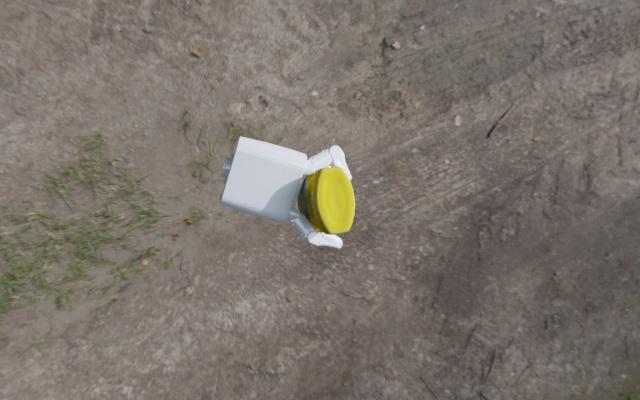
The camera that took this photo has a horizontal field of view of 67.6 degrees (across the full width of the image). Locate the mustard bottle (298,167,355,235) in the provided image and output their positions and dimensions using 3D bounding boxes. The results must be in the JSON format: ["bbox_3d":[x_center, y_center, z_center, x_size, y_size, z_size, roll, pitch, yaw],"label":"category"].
[{"bbox_3d":[0.001,0.002,0.758,0.058,0.096,0.191,-9,0,-13],"label":"mustard bottle"}]
